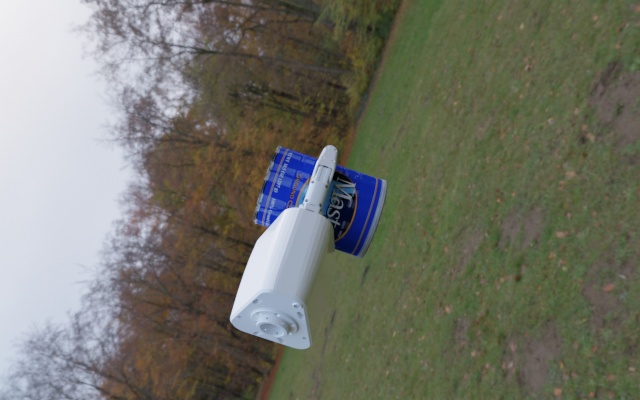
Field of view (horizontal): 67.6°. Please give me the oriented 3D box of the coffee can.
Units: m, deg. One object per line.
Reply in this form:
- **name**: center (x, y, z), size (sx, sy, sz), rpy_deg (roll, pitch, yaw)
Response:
- **coffee can**: center (0.000, 0.002, 0.596), size (0.140, 0.103, 0.103), rpy_deg (18, 0, -1)
